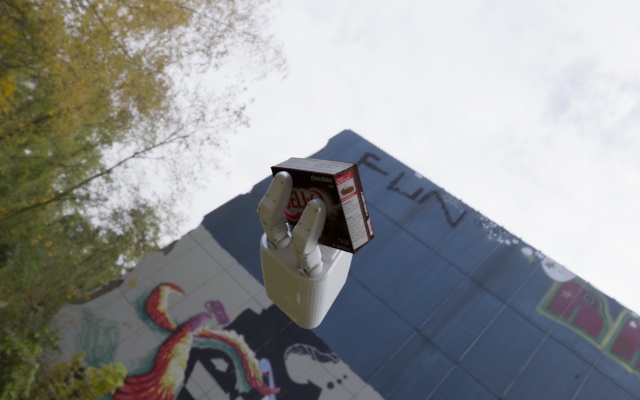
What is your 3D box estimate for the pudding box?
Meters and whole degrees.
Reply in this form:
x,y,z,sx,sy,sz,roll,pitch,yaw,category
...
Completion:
x,y,z,sx,sy,sz,roll,pitch,yaw,category
0.000,0.002,0.520,0.039,0.090,0.113,-32,26,-34,pudding box
